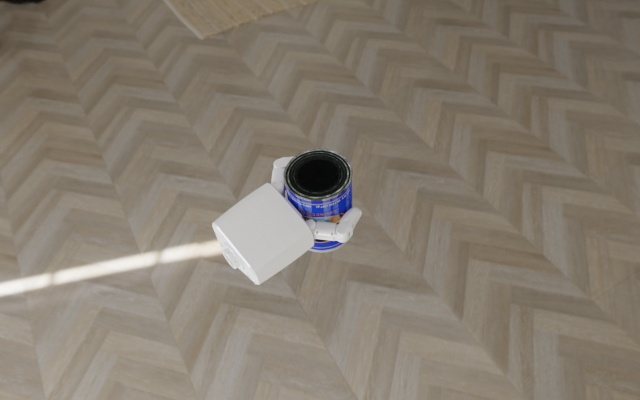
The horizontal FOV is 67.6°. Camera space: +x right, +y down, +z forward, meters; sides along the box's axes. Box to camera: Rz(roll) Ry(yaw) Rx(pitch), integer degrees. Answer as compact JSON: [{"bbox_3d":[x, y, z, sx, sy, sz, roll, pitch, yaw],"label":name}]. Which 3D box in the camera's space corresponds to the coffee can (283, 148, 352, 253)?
[{"bbox_3d":[0.000,0.003,0.757,0.103,0.102,0.140,0,-38,4],"label":"coffee can"}]
